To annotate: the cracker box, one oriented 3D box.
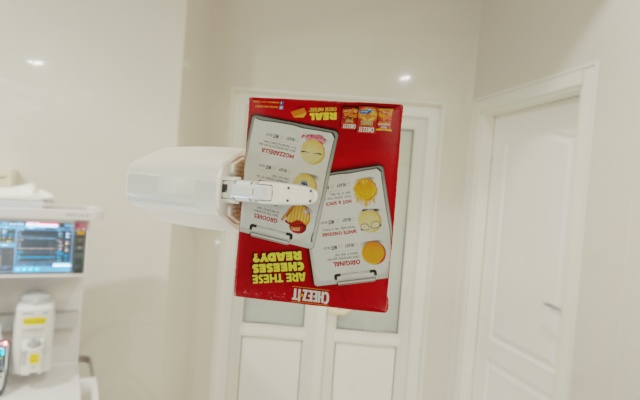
[{"bbox_3d":[0.000,0.002,0.522,0.164,0.213,0.072,4,1,10],"label":"cracker box"}]
